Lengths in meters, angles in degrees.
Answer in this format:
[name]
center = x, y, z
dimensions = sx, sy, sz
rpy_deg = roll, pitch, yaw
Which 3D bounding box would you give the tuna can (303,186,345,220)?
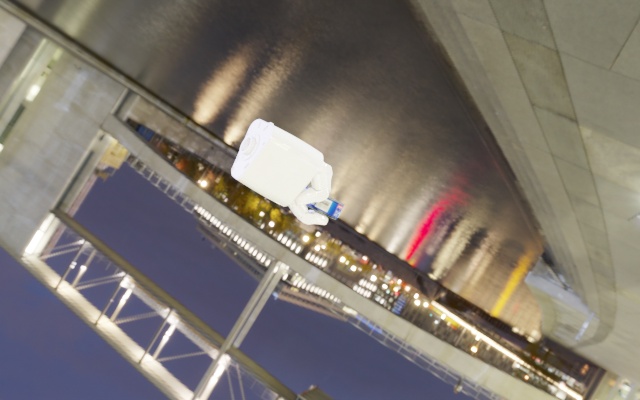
[tuna can]
center = 0.000, 0.003, 0.891
dimensions = 0.086, 0.034, 0.086
rpy_deg = 27, 1, -1
